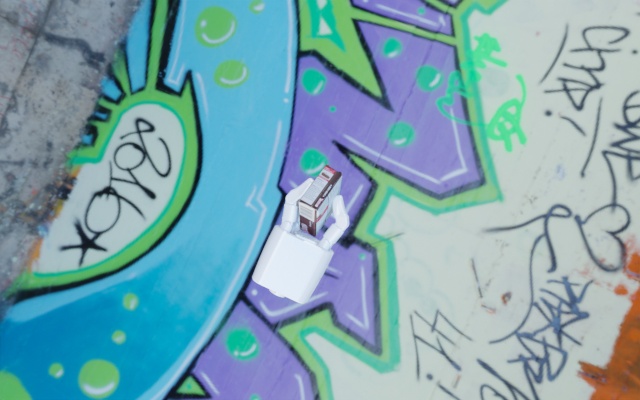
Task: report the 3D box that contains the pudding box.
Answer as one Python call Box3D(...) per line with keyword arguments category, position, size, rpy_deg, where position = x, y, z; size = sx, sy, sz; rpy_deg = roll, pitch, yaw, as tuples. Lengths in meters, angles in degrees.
Box3D(category="pudding box", position=(0.000, 0.003, 0.856), size=(0.039, 0.090, 0.114), rpy_deg=(29, -25, 12))
